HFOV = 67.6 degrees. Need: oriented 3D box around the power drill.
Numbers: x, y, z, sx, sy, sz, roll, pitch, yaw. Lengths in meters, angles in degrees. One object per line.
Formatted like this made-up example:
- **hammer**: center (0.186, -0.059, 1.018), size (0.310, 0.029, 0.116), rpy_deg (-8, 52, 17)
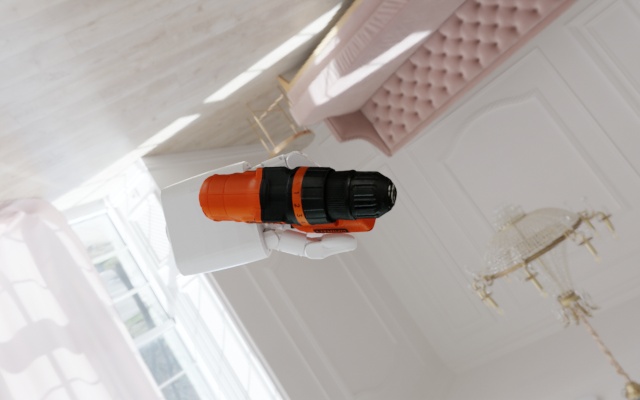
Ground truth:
- **power drill**: center (0.000, 0.002, 0.488), size (0.184, 0.057, 0.188), rpy_deg (1, -7, 21)
